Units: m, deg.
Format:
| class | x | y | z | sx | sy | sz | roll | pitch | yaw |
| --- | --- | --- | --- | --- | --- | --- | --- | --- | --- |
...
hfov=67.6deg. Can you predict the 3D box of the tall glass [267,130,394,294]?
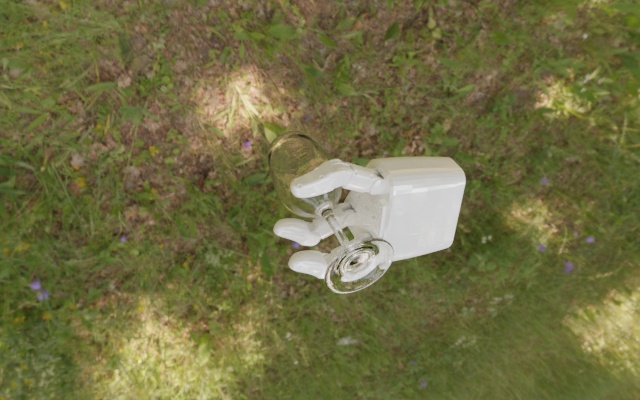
| class | x | y | z | sx | sy | sz | roll | pitch | yaw |
| --- | --- | --- | --- | --- | --- | --- | --- | --- | --- |
| tall glass | 0.000 | 0.002 | 0.525 | 0.079 | 0.079 | 0.201 | 0 | 39 | -30 |
